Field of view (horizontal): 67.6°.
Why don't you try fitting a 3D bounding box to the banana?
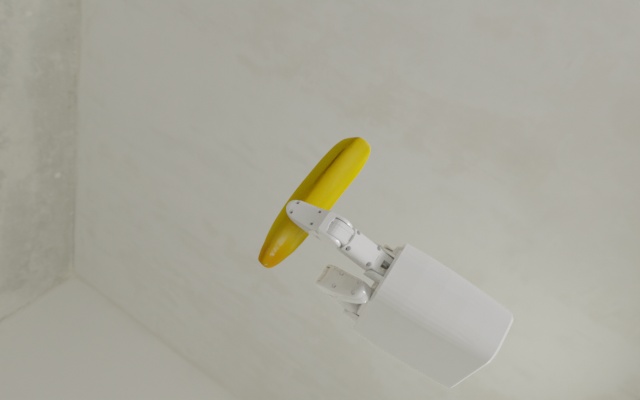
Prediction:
[{"bbox_3d":[0.006,-0.013,0.472,0.037,0.070,0.197,31,47,10],"label":"banana"}]
